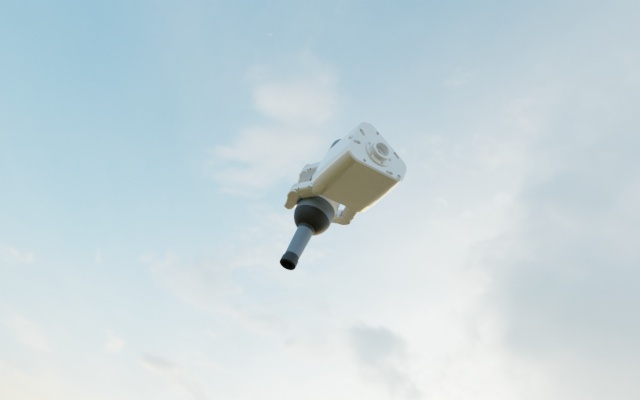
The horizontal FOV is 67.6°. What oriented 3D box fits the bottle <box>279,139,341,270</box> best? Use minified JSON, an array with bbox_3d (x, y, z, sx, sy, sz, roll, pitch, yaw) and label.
[{"bbox_3d":[0.000,0.003,0.837,0.069,0.069,0.295,0,41,28],"label":"bottle"}]
